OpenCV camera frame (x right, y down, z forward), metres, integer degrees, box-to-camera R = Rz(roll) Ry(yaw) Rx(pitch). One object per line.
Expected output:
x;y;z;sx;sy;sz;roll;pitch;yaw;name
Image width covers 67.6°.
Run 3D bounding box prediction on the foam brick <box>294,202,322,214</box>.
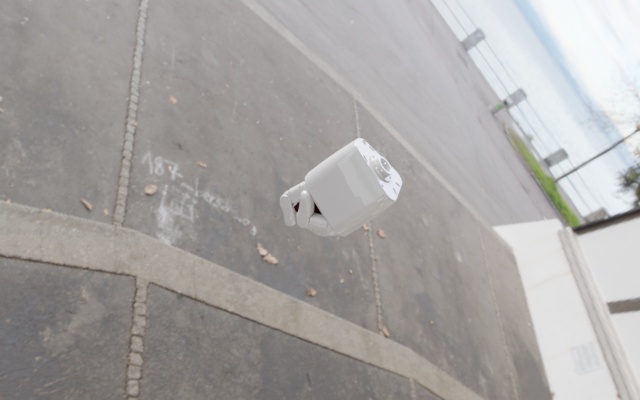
0.000;0.002;0.803;0.051;0.053;0.078;-35;11;30;foam brick
